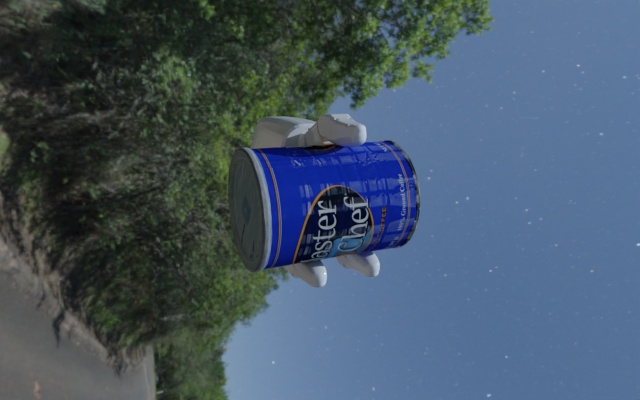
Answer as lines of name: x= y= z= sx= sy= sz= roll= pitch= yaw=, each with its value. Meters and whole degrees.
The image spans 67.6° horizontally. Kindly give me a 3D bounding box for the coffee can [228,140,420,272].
coffee can: x=0.000 y=0.001 z=0.420 sx=0.140 sy=0.103 sz=0.103 roll=-6 pitch=2 yaw=-24
